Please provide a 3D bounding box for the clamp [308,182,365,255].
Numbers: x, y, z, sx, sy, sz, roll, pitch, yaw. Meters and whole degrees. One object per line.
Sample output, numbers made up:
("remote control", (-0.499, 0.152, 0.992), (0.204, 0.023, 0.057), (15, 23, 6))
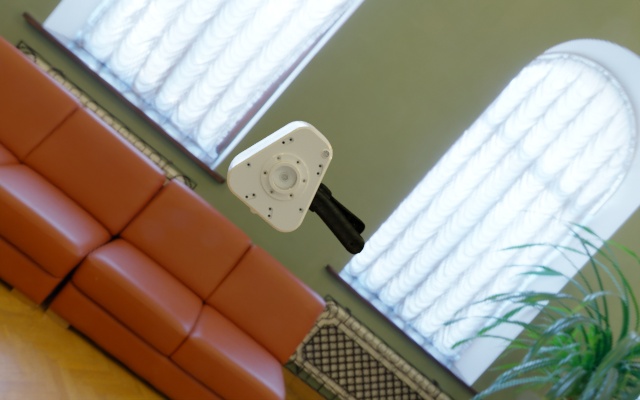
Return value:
("clamp", (0.000, 0.001, 0.626), (0.171, 0.039, 0.120), (41, 5, -11))
